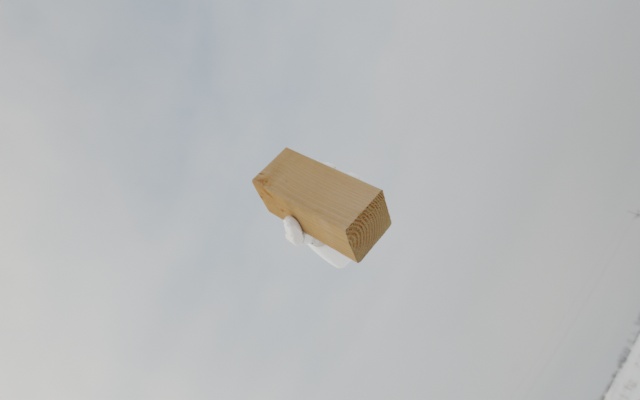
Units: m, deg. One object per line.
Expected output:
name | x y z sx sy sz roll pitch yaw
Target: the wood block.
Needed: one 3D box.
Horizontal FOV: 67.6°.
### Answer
wood block | 0.000 0.003 0.772 0.206 0.090 0.090 27 -26 36
